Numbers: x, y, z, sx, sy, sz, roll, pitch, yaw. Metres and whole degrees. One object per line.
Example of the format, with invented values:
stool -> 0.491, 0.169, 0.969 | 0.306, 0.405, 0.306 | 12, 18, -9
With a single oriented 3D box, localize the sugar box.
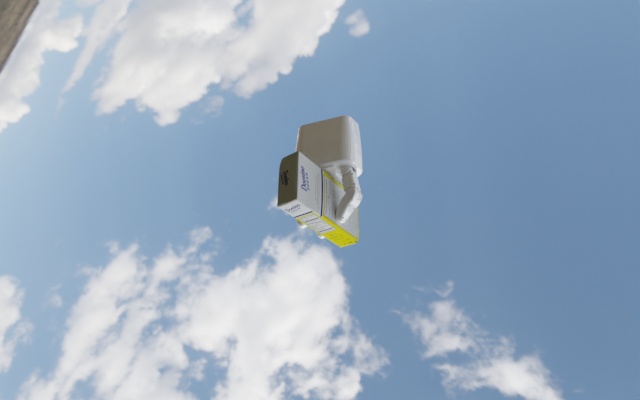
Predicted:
sugar box -> 0.000, 0.003, 0.792 | 0.048, 0.093, 0.176 | -21, -38, 32
